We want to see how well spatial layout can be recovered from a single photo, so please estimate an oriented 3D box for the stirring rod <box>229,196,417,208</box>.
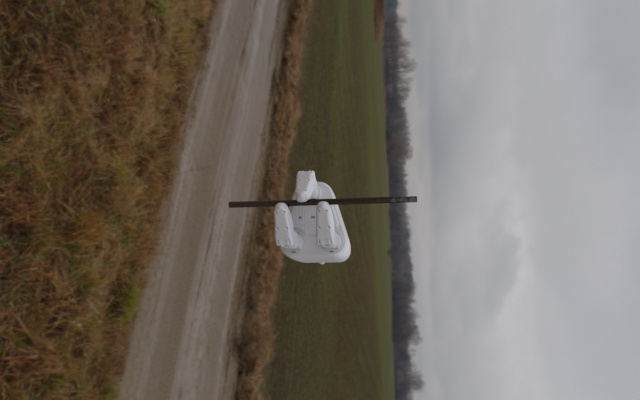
[{"bbox_3d":[0.000,0.002,0.607,0.239,0.011,0.011,-2,0,8],"label":"stirring rod"}]
